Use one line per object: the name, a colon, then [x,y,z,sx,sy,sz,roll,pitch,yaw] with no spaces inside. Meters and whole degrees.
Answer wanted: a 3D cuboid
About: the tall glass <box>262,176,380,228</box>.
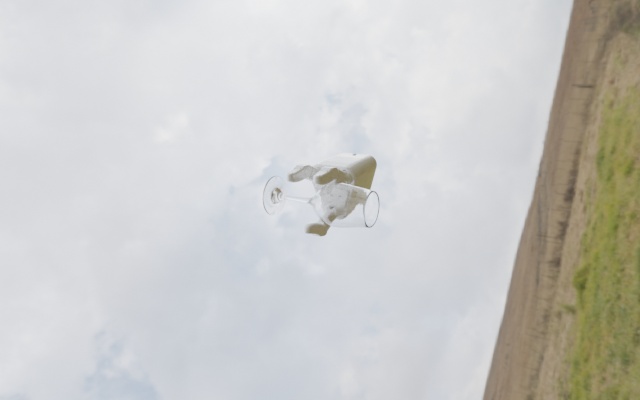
tall glass: [-0.001,0.003,0.840,0.201,0.079,0.079,8,4,30]
